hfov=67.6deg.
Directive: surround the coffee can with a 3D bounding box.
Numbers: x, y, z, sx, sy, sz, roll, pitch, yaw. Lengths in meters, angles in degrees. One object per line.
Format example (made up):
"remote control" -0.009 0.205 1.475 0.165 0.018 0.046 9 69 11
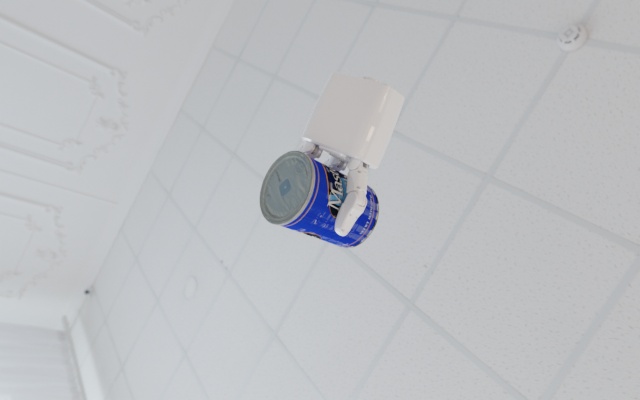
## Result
"coffee can" 0.000 0.002 0.675 0.103 0.102 0.140 0 -17 46
